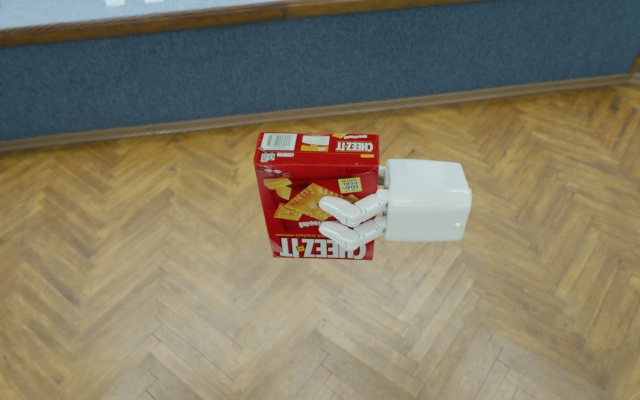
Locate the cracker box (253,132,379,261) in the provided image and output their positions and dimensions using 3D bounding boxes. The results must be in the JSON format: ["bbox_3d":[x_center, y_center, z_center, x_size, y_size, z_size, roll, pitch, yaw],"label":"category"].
[{"bbox_3d":[0.000,0.002,0.695,0.164,0.072,0.214,2,-42,5],"label":"cracker box"}]
